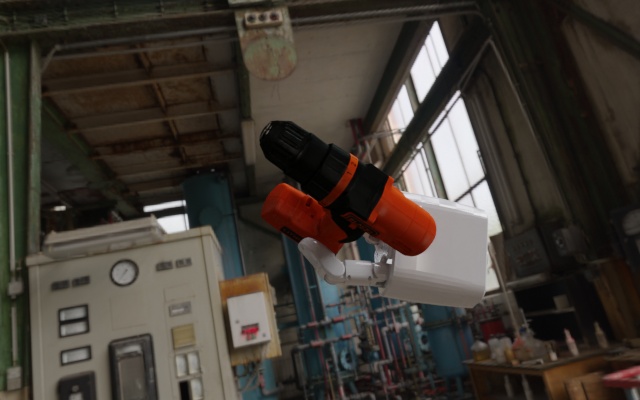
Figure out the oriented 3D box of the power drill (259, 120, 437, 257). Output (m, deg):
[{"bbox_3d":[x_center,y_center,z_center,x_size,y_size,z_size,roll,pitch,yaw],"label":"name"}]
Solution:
[{"bbox_3d":[0.000,0.002,0.489,0.184,0.057,0.188,35,-19,-13],"label":"power drill"}]
